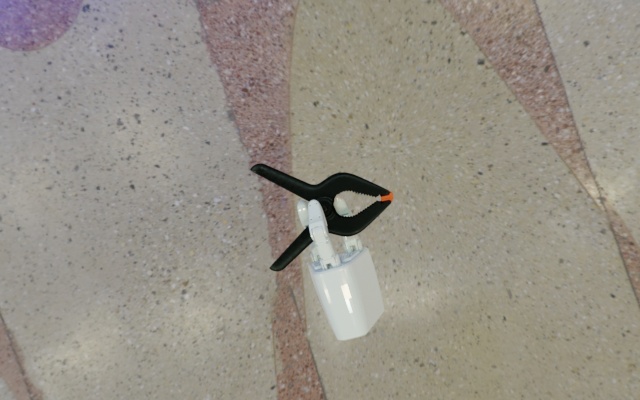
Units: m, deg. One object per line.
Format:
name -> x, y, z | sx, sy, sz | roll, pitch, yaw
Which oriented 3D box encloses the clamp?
clamp -> 0.001, 0.002, 0.705 | 0.210, 0.164, 0.036 | -17, 4, 9
